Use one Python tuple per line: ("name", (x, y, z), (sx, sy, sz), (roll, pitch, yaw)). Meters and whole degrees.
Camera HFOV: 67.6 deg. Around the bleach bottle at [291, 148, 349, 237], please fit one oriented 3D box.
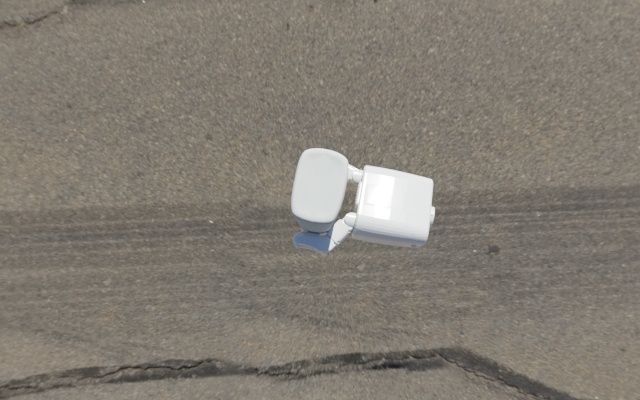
("bleach bottle", (0.000, 0.002, 0.732), (0.068, 0.102, 0.251), (12, -9, 3))
